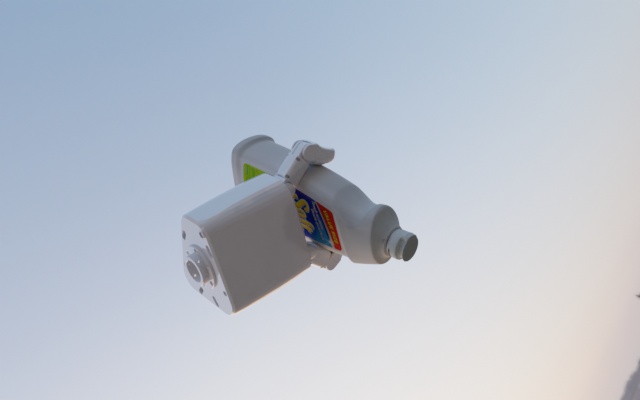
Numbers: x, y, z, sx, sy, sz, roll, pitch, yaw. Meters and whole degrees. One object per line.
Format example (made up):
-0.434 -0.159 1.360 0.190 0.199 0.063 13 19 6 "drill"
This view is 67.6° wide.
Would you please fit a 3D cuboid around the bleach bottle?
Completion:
0.000 0.002 0.551 0.250 0.103 0.068 23 38 39 "bleach bottle"
